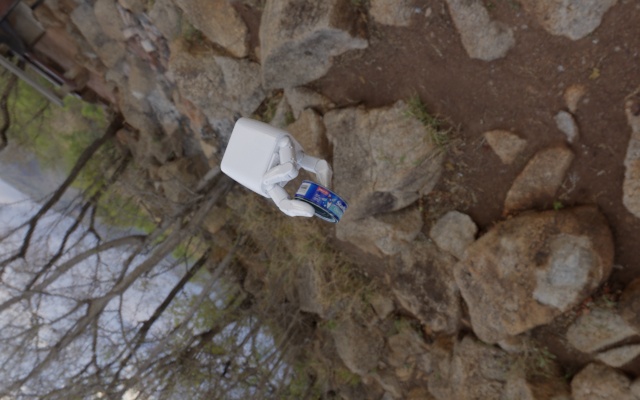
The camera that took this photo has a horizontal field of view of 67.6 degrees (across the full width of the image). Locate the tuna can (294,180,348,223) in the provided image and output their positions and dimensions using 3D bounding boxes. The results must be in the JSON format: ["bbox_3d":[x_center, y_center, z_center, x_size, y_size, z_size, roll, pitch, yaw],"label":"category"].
[{"bbox_3d":[0.000,0.003,0.786,0.086,0.033,0.086,28,-12,7],"label":"tuna can"}]
